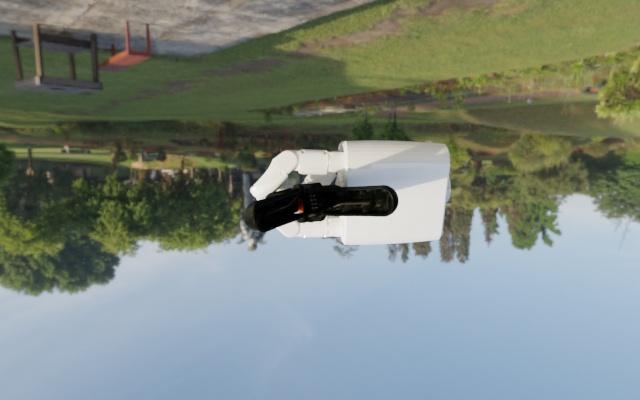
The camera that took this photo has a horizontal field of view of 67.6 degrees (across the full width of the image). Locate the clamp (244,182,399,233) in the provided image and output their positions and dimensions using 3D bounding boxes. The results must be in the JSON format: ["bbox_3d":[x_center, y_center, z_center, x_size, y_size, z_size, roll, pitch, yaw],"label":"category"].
[{"bbox_3d":[0.000,0.002,0.435,0.120,0.039,0.171,-1,7,-2],"label":"clamp"}]
